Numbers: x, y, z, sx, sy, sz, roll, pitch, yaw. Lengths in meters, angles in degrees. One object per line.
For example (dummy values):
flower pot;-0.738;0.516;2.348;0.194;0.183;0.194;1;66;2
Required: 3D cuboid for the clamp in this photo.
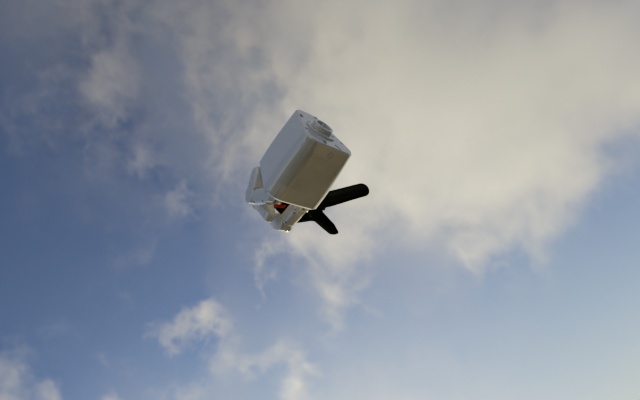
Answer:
clamp;0.000;0.002;0.803;0.171;0.120;0.039;15;31;-43
